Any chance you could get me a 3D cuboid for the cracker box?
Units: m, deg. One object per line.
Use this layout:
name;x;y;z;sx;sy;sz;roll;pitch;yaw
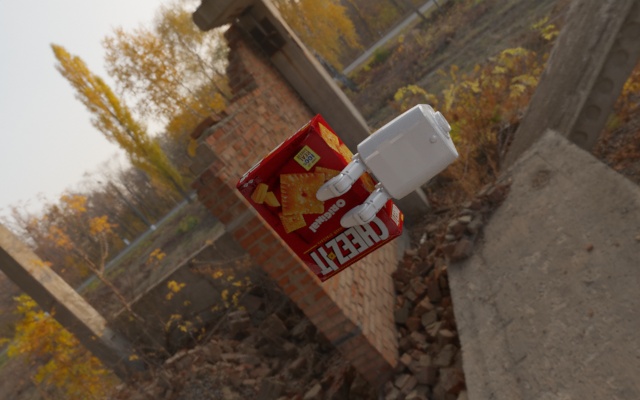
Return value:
cracker box;0.000;0.002;0.740;0.164;0.214;0.072;-35;14;24
